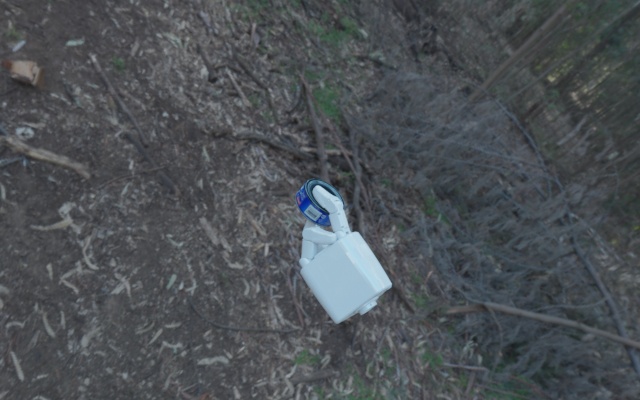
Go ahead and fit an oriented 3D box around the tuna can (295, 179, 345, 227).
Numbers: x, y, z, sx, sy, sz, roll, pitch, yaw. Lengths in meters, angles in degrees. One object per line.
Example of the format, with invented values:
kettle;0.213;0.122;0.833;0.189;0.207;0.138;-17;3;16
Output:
tuna can;0.000;0.002;0.839;0.086;0.086;0.034;0;-40;-45
